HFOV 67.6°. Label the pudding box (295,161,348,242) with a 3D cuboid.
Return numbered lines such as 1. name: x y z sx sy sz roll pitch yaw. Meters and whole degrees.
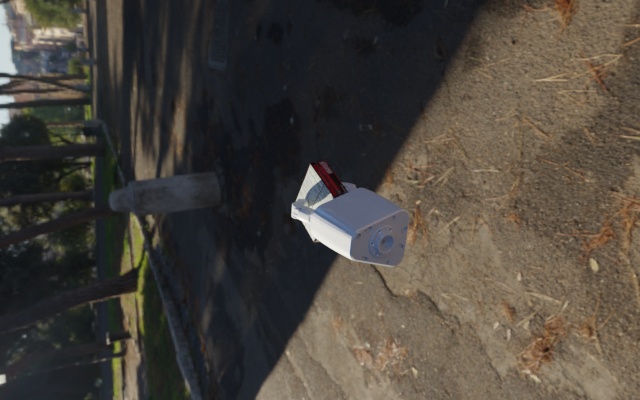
1. pudding box: 0.000 0.003 0.820 0.039 0.090 0.114 -7 -41 -33
